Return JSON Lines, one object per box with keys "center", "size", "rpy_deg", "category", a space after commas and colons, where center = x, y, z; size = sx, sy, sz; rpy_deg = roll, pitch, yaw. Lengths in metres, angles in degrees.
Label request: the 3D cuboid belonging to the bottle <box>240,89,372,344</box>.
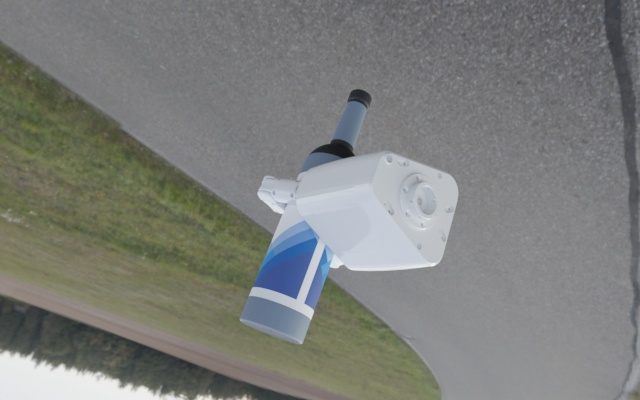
{"center": [0.000, 0.002, 0.523], "size": [0.069, 0.295, 0.069], "rpy_deg": [18, -22, 7], "category": "bottle"}
